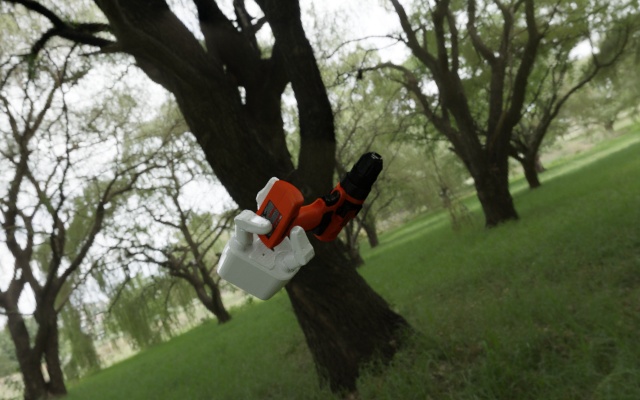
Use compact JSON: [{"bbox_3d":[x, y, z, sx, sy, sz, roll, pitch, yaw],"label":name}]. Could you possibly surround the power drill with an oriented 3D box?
[{"bbox_3d":[0.000,0.003,0.733,0.187,0.184,0.057,-7,47,-46],"label":"power drill"}]
